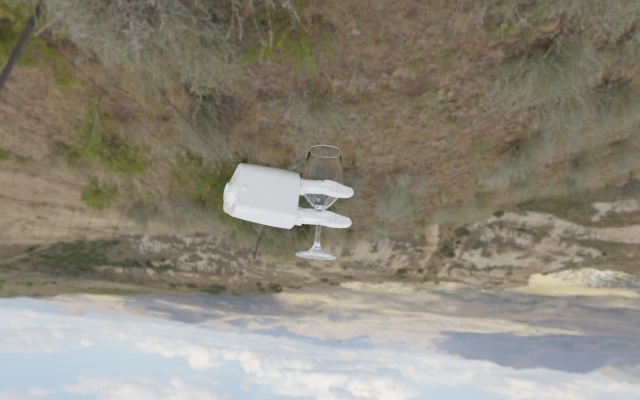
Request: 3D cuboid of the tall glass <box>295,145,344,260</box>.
[{"bbox_3d":[0.000,0.004,0.872,0.079,0.201,0.079,5,-15,1],"label":"tall glass"}]
